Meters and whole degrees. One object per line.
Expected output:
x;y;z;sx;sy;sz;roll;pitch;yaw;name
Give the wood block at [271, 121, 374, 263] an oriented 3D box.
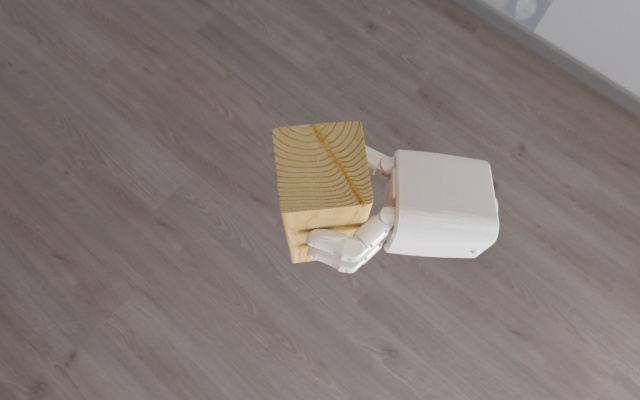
0.000;0.001;0.546;0.090;0.090;0.206;-6;-20;-3;wood block
